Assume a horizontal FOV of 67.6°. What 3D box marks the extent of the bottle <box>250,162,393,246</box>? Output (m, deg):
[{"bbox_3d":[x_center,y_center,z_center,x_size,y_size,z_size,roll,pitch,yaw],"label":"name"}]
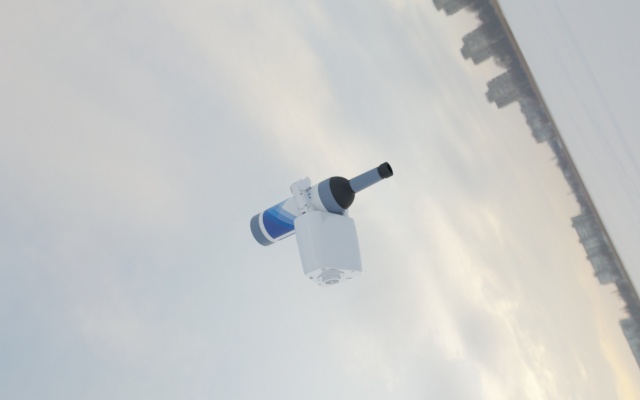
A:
[{"bbox_3d":[0.000,0.003,0.880,0.296,0.069,0.069,-26,-13,27],"label":"bottle"}]
